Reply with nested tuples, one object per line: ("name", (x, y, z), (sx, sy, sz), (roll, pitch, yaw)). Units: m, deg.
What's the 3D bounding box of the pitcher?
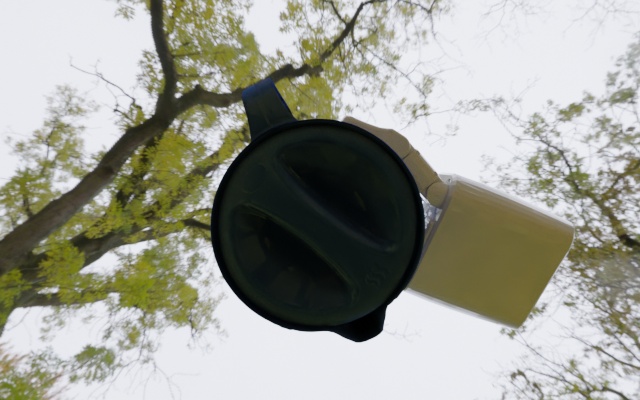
("pitcher", (0.000, 0.001, 0.406), (0.145, 0.149, 0.243), (19, 4, 2))
